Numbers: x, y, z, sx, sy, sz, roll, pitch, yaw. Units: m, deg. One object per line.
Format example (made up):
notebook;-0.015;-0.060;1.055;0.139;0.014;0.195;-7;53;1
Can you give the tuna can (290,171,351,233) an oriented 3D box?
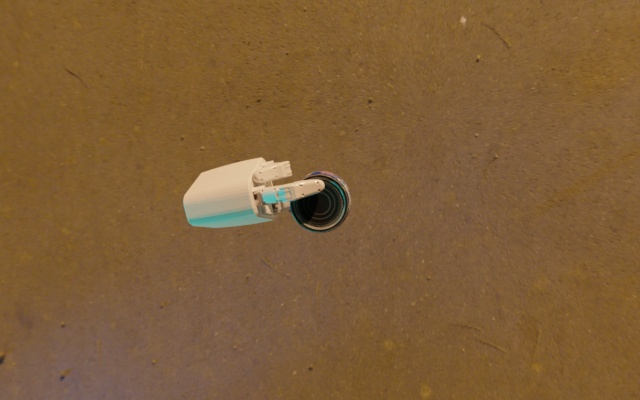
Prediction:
tuna can;0.000;0.002;0.675;0.086;0.086;0.033;0;8;8
